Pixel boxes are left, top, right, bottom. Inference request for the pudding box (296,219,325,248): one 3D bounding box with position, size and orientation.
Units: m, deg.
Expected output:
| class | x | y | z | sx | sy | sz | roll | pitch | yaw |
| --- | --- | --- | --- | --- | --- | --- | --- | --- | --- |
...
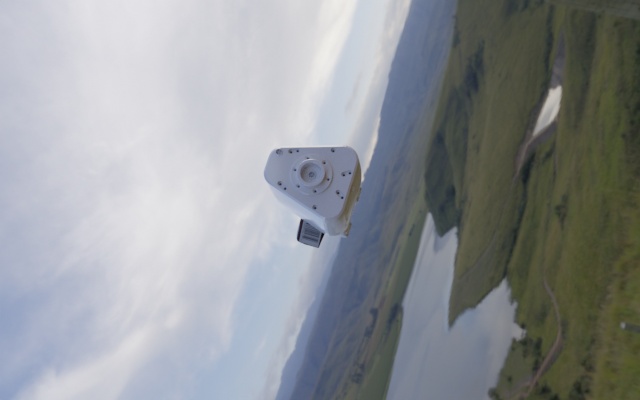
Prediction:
| class | x | y | z | sx | sy | sz | roll | pitch | yaw |
| --- | --- | --- | --- | --- | --- | --- | --- | --- | --- |
| pudding box | 0.000 | 0.002 | 0.722 | 0.039 | 0.113 | 0.090 | 17 | 18 | 5 |
